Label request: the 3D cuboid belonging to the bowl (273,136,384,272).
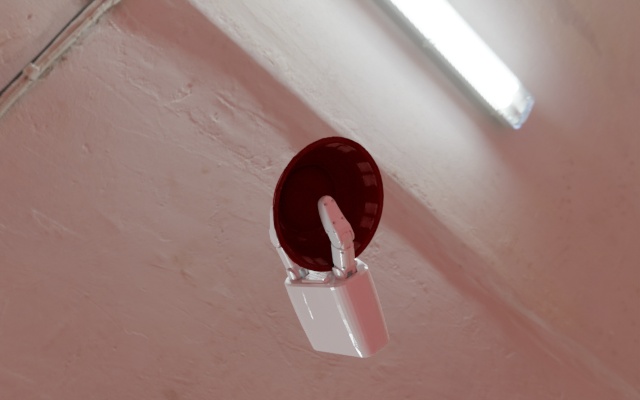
[{"bbox_3d":[0.000,0.001,0.581,0.162,0.162,0.055,0,10,-36],"label":"bowl"}]
